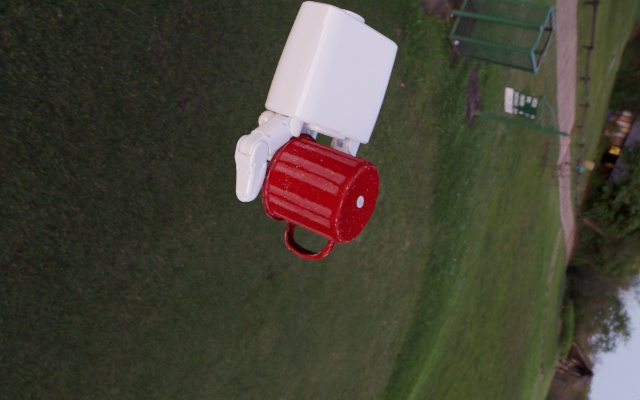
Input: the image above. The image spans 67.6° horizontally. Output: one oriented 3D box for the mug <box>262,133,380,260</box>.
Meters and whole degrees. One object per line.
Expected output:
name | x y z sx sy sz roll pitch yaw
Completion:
mug | 0.000 0.003 0.464 0.081 0.117 0.093 23 9 28
